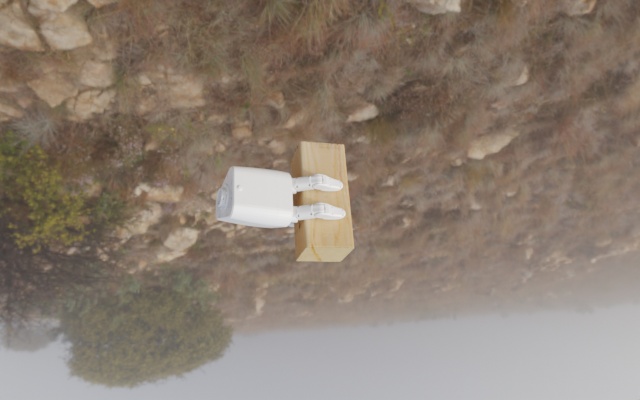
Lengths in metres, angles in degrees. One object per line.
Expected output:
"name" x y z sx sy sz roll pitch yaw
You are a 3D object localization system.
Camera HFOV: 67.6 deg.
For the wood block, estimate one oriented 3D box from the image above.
"wood block" 0.000 0.003 0.896 0.090 0.206 0.091 2 -23 -15
